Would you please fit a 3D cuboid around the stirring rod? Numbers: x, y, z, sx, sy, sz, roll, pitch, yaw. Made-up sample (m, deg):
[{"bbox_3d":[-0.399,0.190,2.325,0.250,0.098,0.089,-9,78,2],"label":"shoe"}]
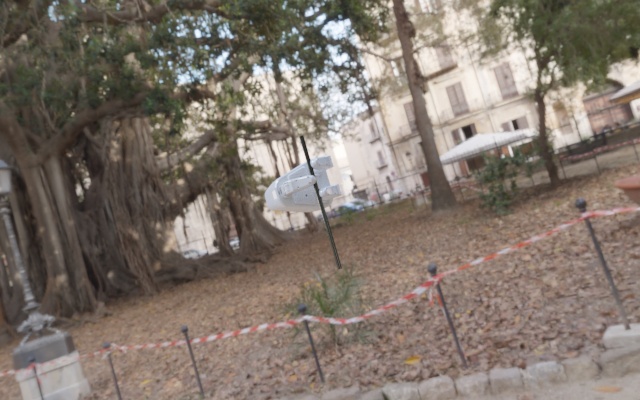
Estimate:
[{"bbox_3d":[0.000,0.003,0.831,0.011,0.239,0.011,-16,-3,-1],"label":"stirring rod"}]
